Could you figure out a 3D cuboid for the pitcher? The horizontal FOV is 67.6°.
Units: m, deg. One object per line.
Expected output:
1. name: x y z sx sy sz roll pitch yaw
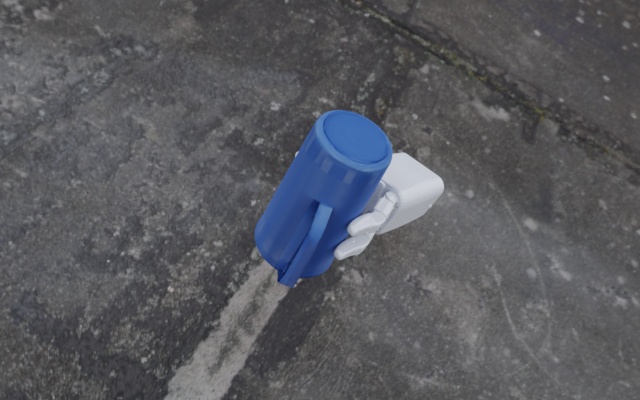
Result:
1. pitcher: 0.000 0.002 0.670 0.145 0.149 0.243 -14 -31 -35
